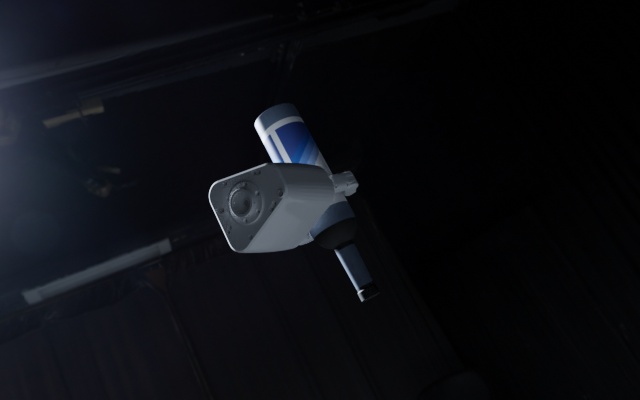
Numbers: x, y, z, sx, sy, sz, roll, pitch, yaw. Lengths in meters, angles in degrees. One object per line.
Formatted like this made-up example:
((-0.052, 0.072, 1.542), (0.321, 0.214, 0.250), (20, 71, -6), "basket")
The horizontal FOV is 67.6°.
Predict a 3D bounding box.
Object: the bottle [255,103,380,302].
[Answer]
((0.000, 0.002, 0.666), (0.069, 0.295, 0.069), (-26, -15, -8), "bottle")
